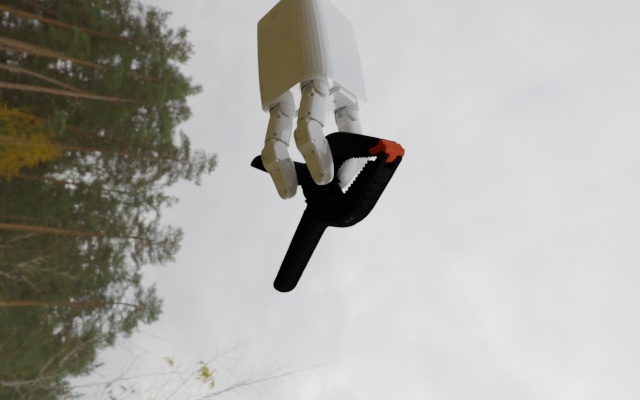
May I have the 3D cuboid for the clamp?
[{"bbox_3d":[0.001,0.001,0.487,0.036,0.164,0.210,2,-17,-42],"label":"clamp"}]
